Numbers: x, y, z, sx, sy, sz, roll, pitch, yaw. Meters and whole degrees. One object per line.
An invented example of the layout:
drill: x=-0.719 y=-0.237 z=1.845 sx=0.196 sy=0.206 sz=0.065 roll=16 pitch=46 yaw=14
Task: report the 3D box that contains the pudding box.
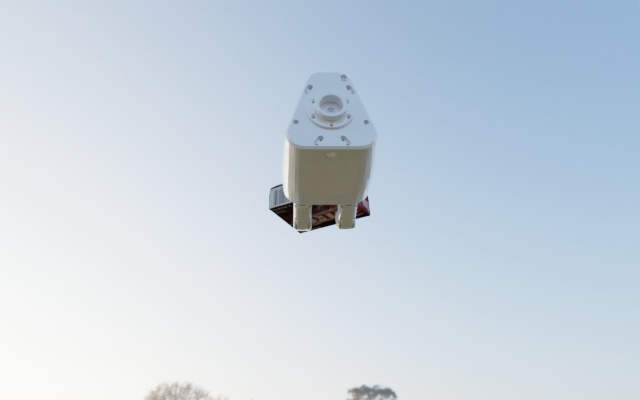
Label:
pudding box: x=0.000 y=0.002 z=0.646 sx=0.113 sy=0.039 sz=0.090 roll=-14 pitch=-31 yaw=22
